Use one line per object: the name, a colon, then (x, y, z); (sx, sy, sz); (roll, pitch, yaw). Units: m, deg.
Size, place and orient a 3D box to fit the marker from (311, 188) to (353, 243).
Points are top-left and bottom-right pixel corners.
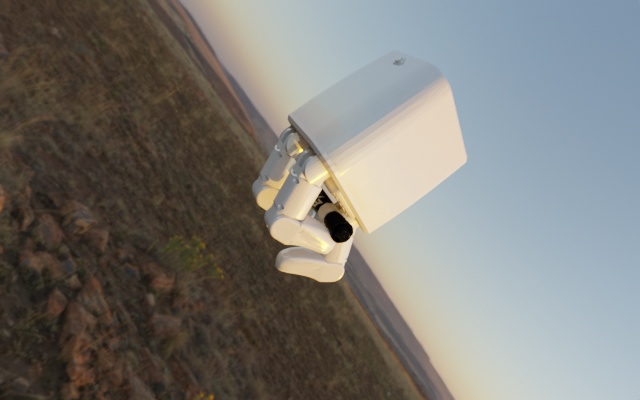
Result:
marker: (0.000, 0.001, 0.414); (0.020, 0.020, 0.121); (0, 25, -20)
